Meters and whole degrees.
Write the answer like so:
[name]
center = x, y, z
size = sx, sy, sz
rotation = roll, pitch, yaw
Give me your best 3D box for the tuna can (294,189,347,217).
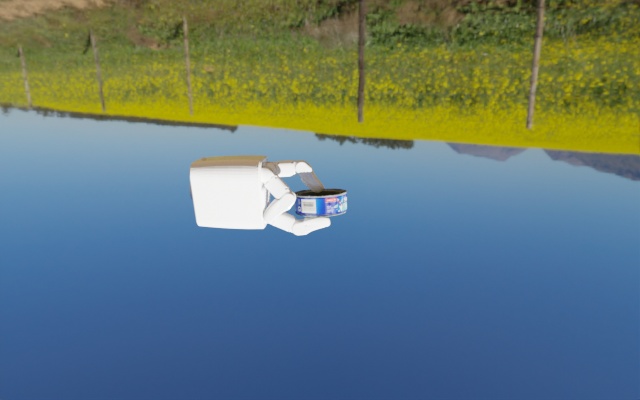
[tuna can]
center = 0.000, 0.003, 0.770
size = 0.086, 0.034, 0.086
rotation = -2, 9, 0
